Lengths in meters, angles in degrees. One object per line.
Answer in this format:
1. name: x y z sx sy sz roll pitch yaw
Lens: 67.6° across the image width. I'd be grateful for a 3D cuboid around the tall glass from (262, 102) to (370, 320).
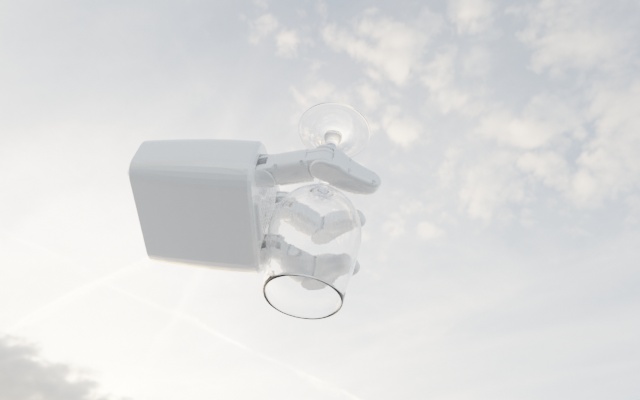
1. tall glass: 0.000 0.001 0.423 0.079 0.200 0.079 6 -43 5
